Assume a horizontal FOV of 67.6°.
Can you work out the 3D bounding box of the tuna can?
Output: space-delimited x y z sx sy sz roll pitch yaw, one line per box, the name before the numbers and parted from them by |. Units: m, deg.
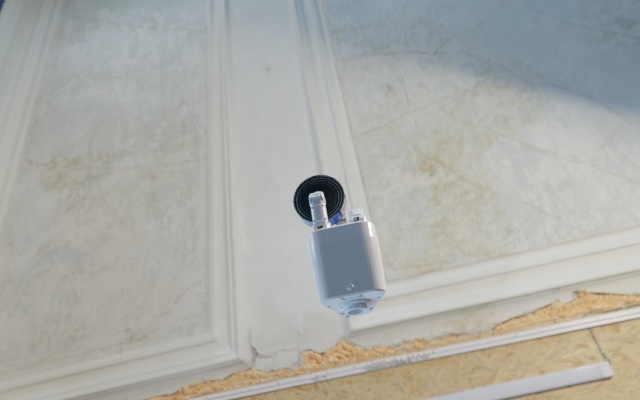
tuna can | 0.000 0.003 0.789 0.086 0.086 0.034 0 -25 13
